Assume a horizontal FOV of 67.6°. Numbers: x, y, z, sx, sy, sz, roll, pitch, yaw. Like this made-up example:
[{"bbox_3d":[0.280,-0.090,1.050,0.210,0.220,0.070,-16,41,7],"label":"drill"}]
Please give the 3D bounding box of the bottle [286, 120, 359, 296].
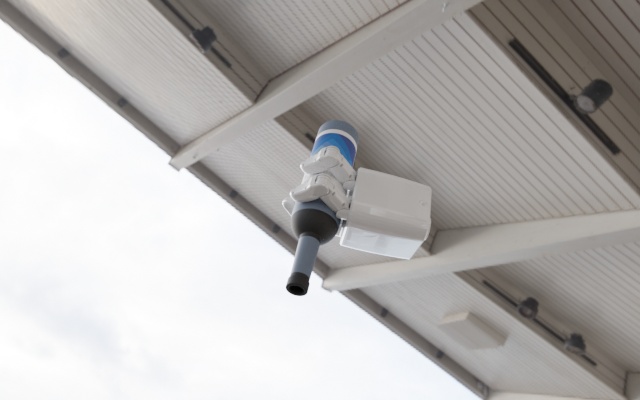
[{"bbox_3d":[0.000,0.002,0.667,0.069,0.295,0.069,8,-43,8],"label":"bottle"}]
